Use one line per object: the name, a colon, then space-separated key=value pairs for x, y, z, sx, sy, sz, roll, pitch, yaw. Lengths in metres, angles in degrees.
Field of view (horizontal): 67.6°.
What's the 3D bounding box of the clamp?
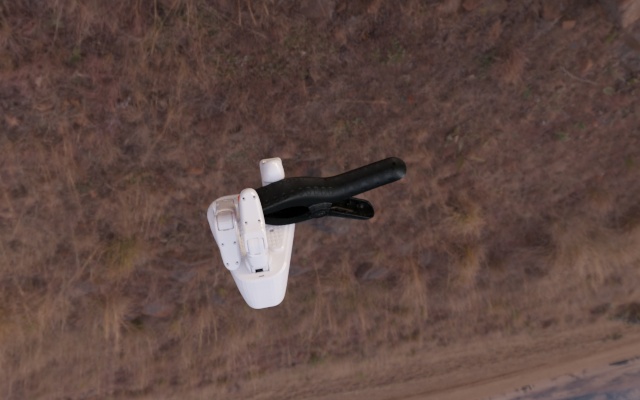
clamp: x=0.000 y=0.002 z=0.515 sx=0.171 sy=0.039 sz=0.120 roll=-9 pitch=-29 yaw=-8
